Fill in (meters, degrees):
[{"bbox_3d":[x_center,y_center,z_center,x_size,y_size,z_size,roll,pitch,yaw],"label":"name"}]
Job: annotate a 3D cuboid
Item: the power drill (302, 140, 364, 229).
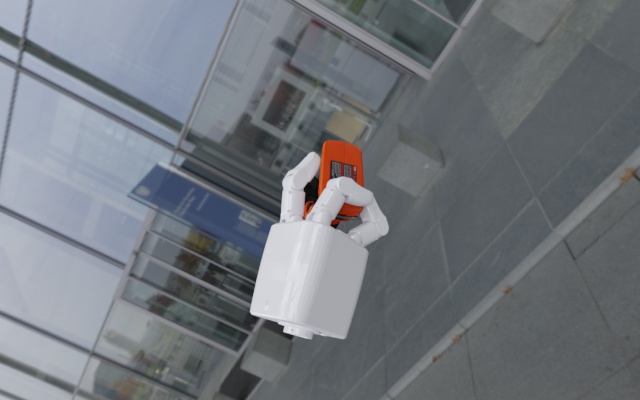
[{"bbox_3d":[0.000,0.002,0.660,0.057,0.184,0.188,9,-33,-15],"label":"power drill"}]
